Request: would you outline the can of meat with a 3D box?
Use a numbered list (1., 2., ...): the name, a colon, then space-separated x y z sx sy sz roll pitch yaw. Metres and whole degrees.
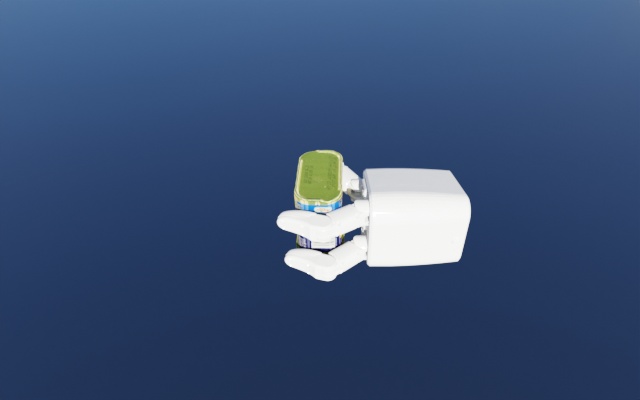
1. can of meat: 0.000 0.002 0.558 0.057 0.084 0.102 0 40 2
